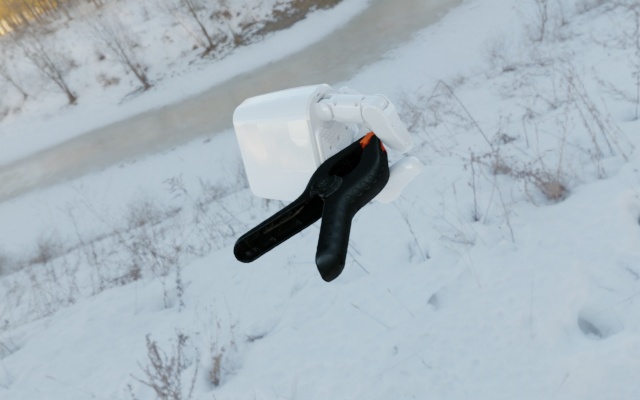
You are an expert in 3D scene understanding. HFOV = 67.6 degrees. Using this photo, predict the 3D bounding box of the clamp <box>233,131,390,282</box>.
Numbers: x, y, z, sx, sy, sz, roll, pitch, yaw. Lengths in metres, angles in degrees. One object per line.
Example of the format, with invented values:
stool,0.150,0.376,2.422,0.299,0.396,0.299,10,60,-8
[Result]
clamp,0.000,0.001,0.421,0.120,0.039,0.171,2,40,35
